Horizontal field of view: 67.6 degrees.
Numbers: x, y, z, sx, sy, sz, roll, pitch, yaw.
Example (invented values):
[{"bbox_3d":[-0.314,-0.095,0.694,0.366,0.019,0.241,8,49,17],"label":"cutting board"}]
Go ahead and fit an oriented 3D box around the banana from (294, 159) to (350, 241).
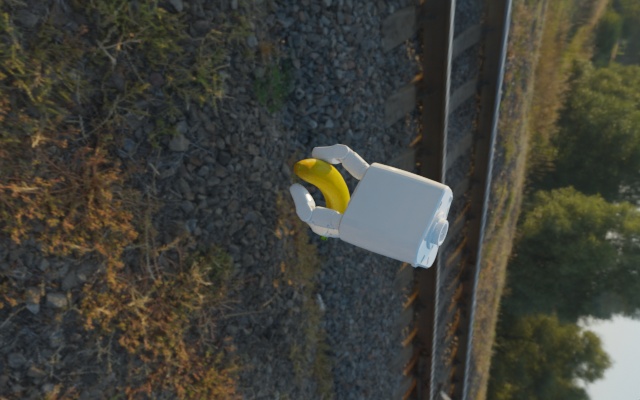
[{"bbox_3d":[0.011,-0.010,0.710,0.037,0.069,0.198,23,-26,28],"label":"banana"}]
